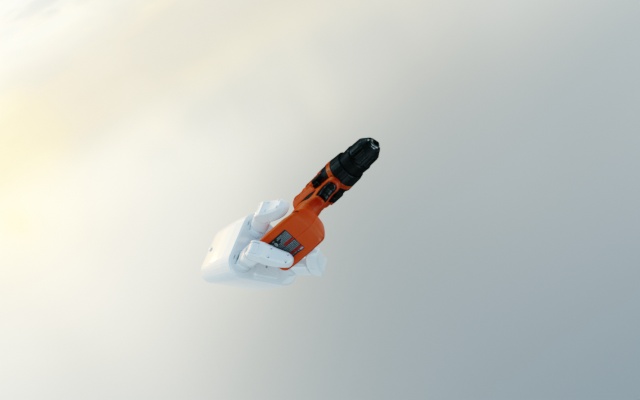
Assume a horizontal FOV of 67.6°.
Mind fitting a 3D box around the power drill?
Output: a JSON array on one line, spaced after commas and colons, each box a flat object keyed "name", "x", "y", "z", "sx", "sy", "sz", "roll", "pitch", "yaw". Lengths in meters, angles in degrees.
[{"name": "power drill", "x": 0.000, "y": 0.003, "z": 0.672, "sx": 0.184, "sy": 0.057, "sz": 0.187, "roll": -44, "pitch": 6, "yaw": 37}]
